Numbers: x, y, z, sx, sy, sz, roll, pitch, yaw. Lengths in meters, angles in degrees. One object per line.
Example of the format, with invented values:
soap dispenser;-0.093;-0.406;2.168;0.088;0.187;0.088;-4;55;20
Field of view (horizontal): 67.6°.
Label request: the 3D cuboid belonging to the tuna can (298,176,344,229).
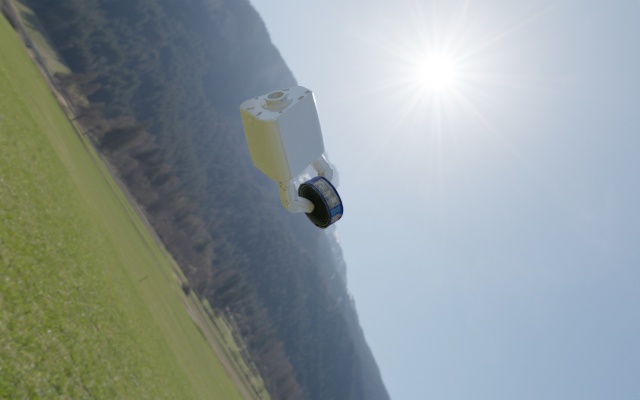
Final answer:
tuna can;0.001;0.002;0.807;0.033;0.086;0.086;-30;14;-27
